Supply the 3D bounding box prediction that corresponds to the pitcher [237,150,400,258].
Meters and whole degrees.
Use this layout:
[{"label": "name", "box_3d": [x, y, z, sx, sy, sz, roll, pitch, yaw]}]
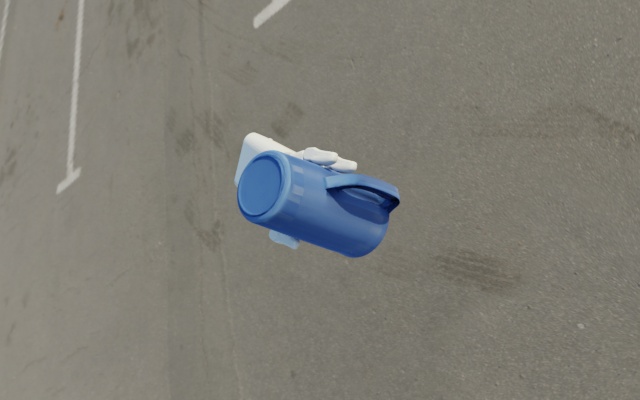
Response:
[{"label": "pitcher", "box_3d": [0.000, 0.002, 0.744, 0.243, 0.149, 0.145, 20, 9, -48]}]
